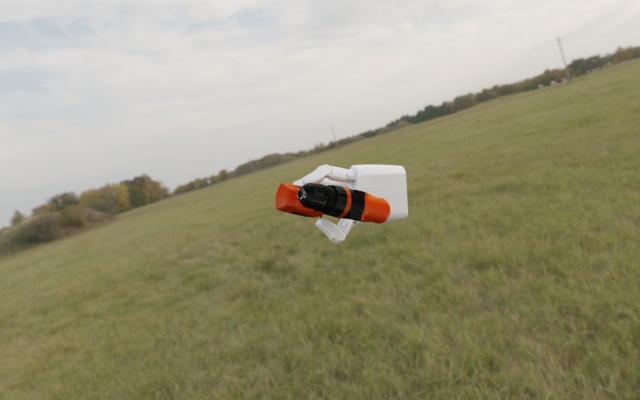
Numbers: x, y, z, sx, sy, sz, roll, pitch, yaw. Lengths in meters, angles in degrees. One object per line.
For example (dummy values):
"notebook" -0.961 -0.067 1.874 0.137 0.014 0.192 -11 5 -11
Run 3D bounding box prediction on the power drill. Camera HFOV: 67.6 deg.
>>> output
"power drill" 0.000 0.003 0.834 0.184 0.057 0.187 14 -5 -36
